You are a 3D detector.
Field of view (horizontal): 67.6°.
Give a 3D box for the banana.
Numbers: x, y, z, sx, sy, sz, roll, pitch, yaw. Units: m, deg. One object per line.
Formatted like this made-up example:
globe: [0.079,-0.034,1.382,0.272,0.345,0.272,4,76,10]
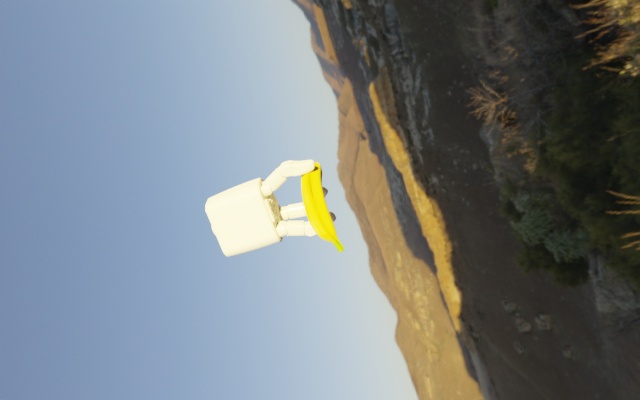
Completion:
banana: [-0.007,-0.005,0.803,0.037,0.197,0.070,-23,-39,12]
